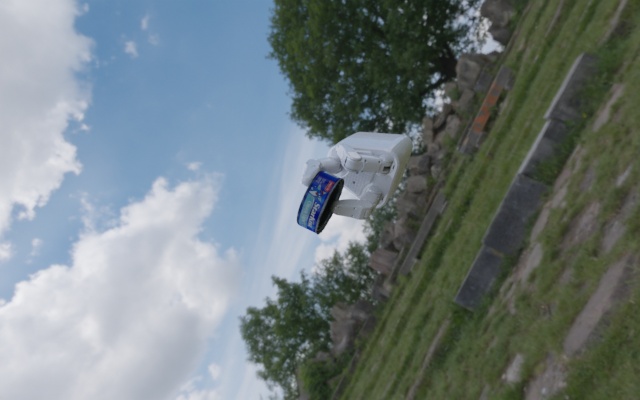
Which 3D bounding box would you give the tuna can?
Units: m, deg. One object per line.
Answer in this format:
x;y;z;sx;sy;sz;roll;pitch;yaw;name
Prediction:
0.000;0.002;0.666;0.034;0.086;0.086;25;5;11;tuna can
